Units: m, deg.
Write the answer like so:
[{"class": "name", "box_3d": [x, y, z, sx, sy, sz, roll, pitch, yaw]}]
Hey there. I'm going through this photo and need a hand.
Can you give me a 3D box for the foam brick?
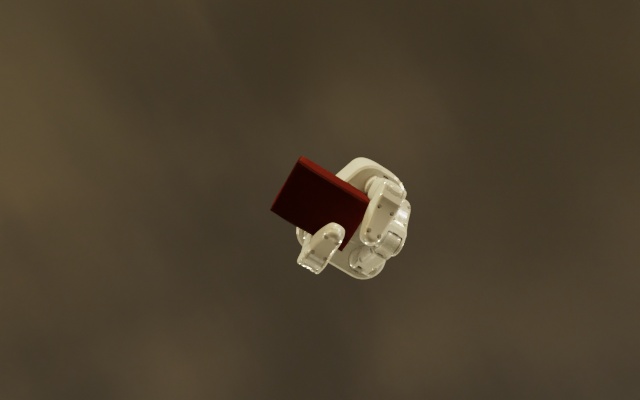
[{"class": "foam brick", "box_3d": [0.000, 0.001, 0.443, 0.078, 0.053, 0.051, 31, 10, -7]}]
